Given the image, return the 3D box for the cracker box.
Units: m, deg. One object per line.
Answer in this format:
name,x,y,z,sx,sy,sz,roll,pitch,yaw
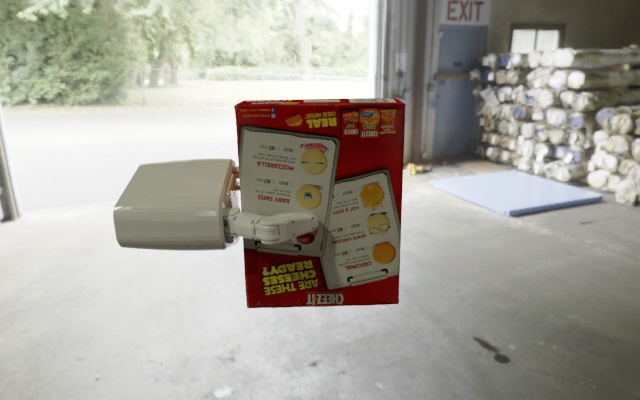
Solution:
cracker box,0.000,0.002,0.505,0.164,0.214,0.072,-1,17,-1
